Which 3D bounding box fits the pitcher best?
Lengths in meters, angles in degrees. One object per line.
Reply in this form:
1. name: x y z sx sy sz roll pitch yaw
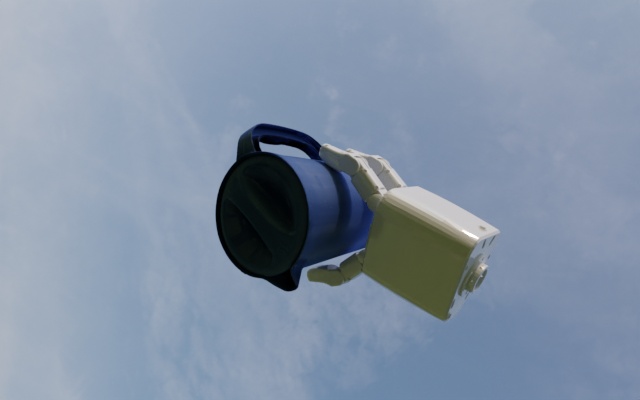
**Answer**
1. pitcher: 0.000 0.002 0.587 0.145 0.149 0.243 28 18 32
